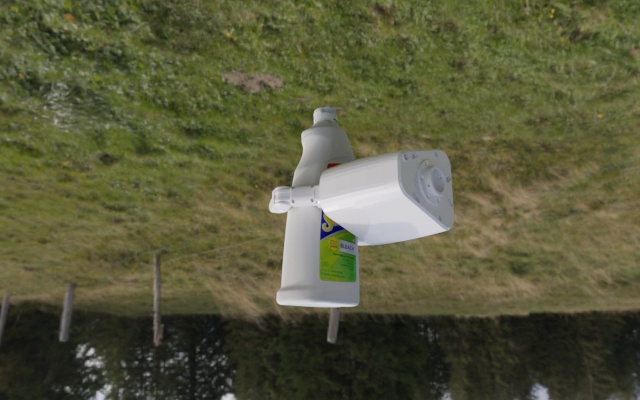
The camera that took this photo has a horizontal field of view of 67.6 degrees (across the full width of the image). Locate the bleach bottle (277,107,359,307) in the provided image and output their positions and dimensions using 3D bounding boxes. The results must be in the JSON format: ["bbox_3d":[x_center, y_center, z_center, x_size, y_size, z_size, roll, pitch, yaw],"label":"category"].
[{"bbox_3d":[0.000,0.002,0.592,0.068,0.250,0.102,-14,-21,42],"label":"bleach bottle"}]
